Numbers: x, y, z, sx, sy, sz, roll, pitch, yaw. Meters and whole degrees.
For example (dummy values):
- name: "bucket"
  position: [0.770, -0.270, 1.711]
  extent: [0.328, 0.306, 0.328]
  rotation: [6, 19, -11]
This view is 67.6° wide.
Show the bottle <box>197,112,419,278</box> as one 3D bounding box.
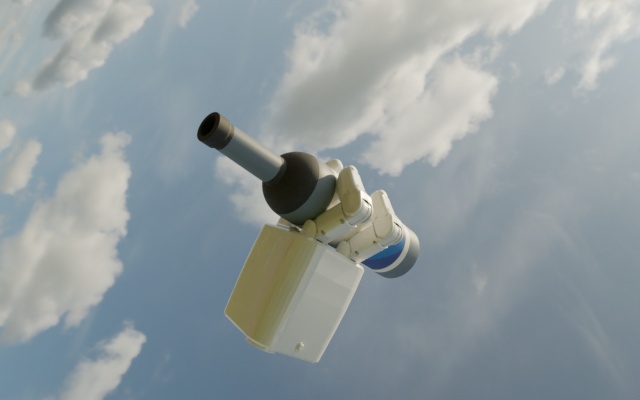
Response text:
- name: "bottle"
  position: [0.000, 0.002, 0.481]
  extent: [0.069, 0.069, 0.296]
  rotation: [0, -25, 43]
